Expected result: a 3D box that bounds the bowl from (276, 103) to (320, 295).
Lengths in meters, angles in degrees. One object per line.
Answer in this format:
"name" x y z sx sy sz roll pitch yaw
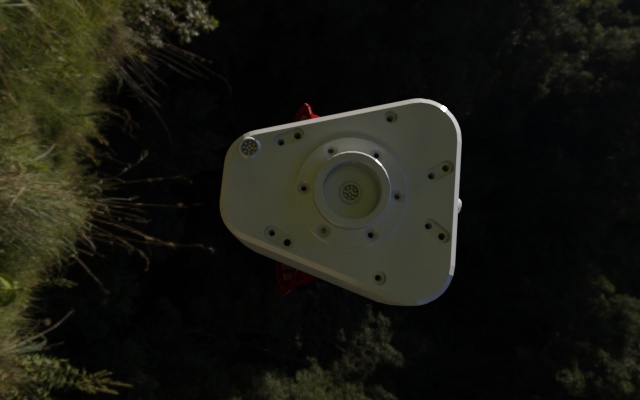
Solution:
"bowl" 0.000 0.001 0.413 0.055 0.162 0.162 6 -1 -12
